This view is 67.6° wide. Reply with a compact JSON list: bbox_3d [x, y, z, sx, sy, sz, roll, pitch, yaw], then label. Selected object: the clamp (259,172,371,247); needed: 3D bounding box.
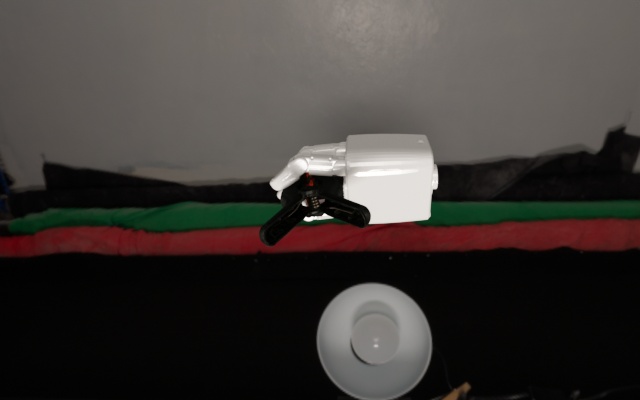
[{"bbox_3d":[0.000,0.002,0.571,0.120,0.039,0.171,-3,25,7],"label":"clamp"}]
